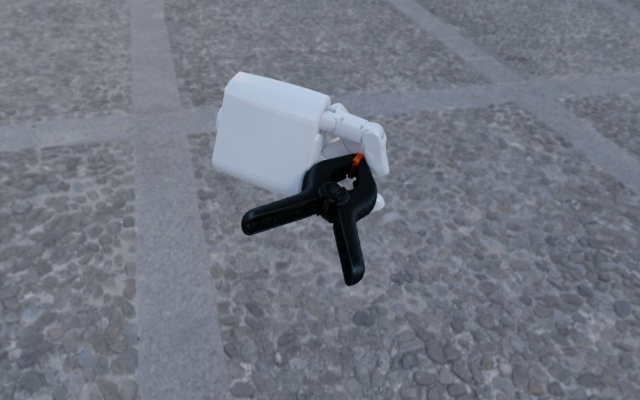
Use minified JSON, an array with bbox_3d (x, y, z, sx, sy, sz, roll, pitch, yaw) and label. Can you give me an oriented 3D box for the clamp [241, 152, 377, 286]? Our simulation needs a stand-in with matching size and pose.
[{"bbox_3d":[0.000,0.001,0.477,0.120,0.039,0.171,24,39,-1],"label":"clamp"}]
